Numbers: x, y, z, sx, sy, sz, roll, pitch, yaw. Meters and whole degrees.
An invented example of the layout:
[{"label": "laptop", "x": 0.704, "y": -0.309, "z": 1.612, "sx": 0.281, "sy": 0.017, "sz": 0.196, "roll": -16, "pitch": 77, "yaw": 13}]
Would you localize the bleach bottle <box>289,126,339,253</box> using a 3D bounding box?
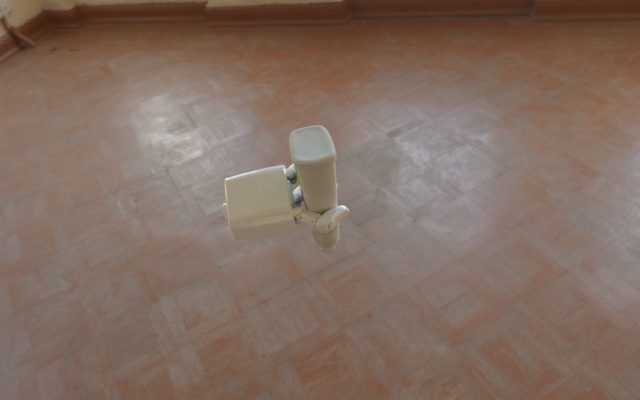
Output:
[{"label": "bleach bottle", "x": 0.000, "y": 0.003, "z": 0.813, "sx": 0.068, "sy": 0.251, "sz": 0.102, "roll": -11, "pitch": 42, "yaw": -2}]
